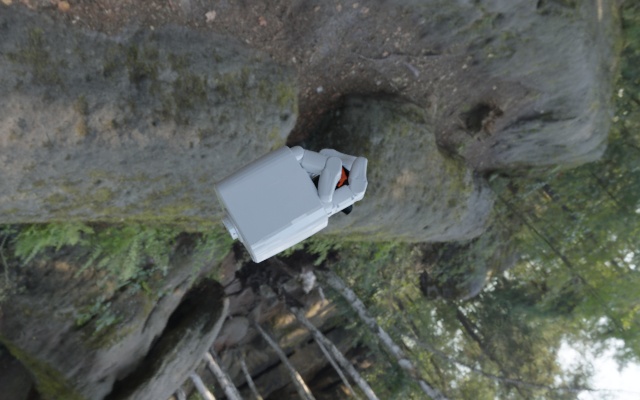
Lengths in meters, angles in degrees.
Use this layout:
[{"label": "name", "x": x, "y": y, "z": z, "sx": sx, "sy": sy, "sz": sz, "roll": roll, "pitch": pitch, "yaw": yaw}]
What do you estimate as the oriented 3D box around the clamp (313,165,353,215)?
[{"label": "clamp", "x": 0.001, "y": 0.003, "z": 0.702, "sx": 0.120, "sy": 0.039, "sz": 0.171, "roll": -29, "pitch": -20, "yaw": -14}]
